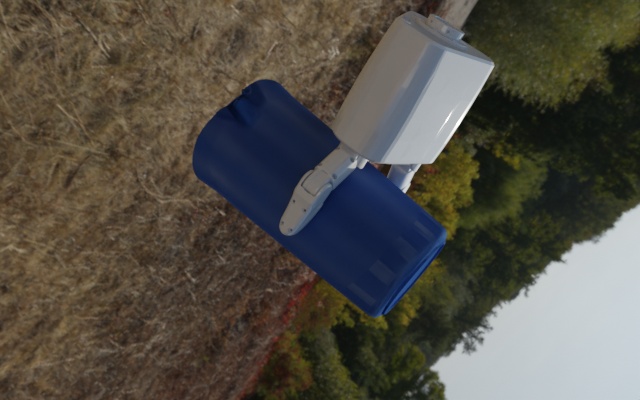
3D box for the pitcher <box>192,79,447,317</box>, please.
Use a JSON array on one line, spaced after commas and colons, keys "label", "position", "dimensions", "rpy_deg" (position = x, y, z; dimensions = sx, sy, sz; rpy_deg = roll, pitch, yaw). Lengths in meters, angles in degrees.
[{"label": "pitcher", "position": [0.000, 0.001, 0.487], "dimensions": [0.242, 0.145, 0.149], "rpy_deg": [40, 30, 18]}]
